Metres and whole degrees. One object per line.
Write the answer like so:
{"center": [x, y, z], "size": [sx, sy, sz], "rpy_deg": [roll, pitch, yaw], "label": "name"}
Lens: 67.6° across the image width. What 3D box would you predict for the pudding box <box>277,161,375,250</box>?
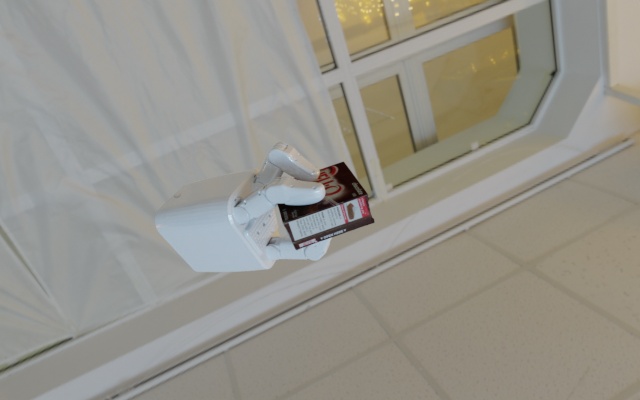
{"center": [0.000, 0.002, 0.521], "size": [0.090, 0.039, 0.113], "rpy_deg": [-20, 26, -3], "label": "pudding box"}
